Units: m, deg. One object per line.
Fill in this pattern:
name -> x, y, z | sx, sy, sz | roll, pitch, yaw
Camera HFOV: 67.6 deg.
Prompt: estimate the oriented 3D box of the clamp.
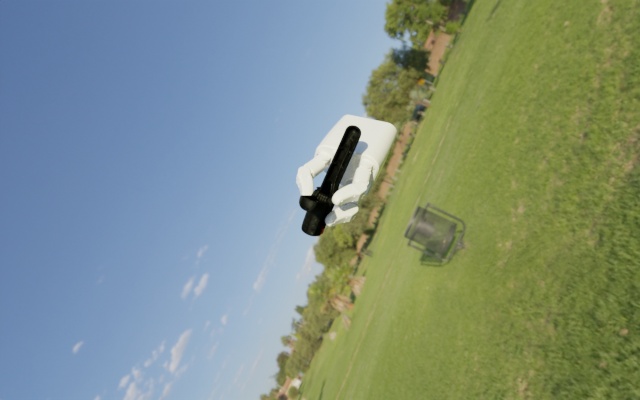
clamp -> -0.001, 0.002, 0.741 | 0.036, 0.164, 0.210 | 28, -39, 9
